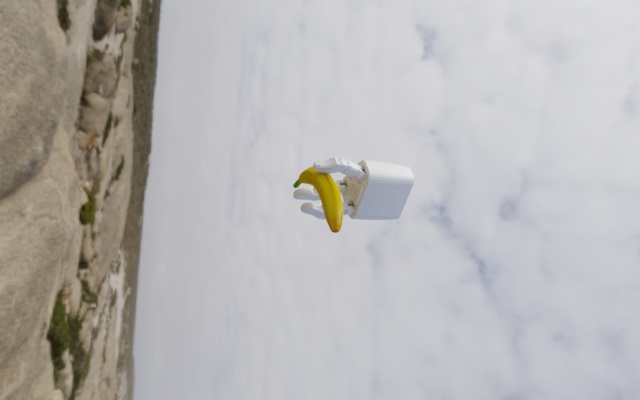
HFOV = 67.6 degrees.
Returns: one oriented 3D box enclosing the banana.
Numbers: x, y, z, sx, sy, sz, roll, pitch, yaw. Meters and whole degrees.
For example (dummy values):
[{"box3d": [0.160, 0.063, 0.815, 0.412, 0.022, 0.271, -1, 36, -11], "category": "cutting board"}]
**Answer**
[{"box3d": [0.003, -0.015, 0.864, 0.037, 0.070, 0.197, 5, 23, -26], "category": "banana"}]
